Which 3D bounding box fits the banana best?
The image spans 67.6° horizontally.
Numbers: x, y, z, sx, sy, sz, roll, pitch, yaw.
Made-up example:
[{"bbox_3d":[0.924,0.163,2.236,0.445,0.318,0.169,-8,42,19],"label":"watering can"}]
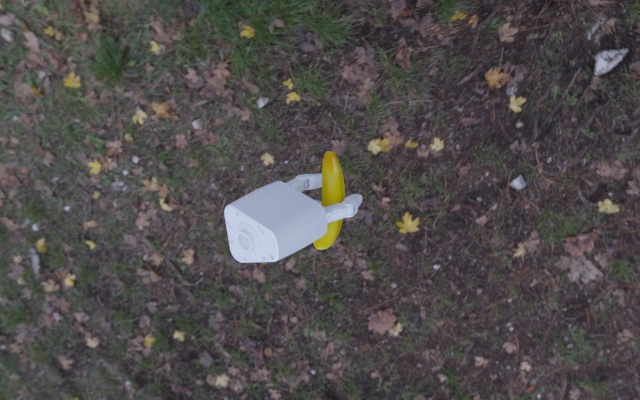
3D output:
[{"bbox_3d":[0.010,0.016,0.779,0.037,0.198,0.069,-18,48,-33],"label":"banana"}]
